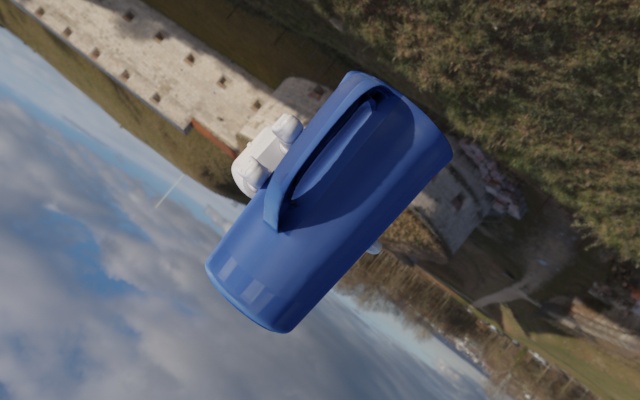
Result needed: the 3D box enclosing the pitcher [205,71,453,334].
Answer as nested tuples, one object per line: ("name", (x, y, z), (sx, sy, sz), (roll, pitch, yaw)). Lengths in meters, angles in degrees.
("pitcher", (0.000, 0.002, 0.459), (0.149, 0.243, 0.145), (41, -3, -21))
